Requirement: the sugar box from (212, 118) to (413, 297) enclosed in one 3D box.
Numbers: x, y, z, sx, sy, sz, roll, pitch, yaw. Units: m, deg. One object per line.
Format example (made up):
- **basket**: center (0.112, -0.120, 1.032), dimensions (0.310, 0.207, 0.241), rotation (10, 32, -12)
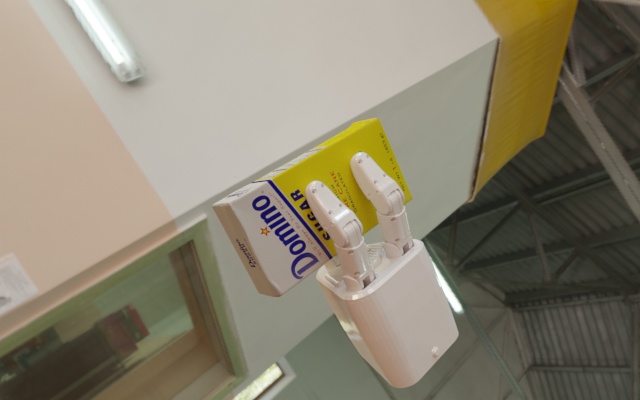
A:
- **sugar box**: center (0.001, 0.001, 0.441), dimensions (0.176, 0.093, 0.048), rotation (-35, 16, -31)
